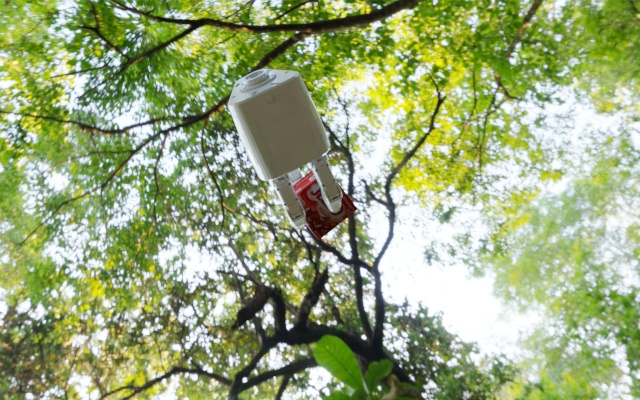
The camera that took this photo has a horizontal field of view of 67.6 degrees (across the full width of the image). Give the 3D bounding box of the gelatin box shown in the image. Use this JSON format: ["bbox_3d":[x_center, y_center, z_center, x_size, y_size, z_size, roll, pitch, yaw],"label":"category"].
[{"bbox_3d":[0.000,0.002,0.678,0.073,0.089,0.030,-39,35,-1],"label":"gelatin box"}]
